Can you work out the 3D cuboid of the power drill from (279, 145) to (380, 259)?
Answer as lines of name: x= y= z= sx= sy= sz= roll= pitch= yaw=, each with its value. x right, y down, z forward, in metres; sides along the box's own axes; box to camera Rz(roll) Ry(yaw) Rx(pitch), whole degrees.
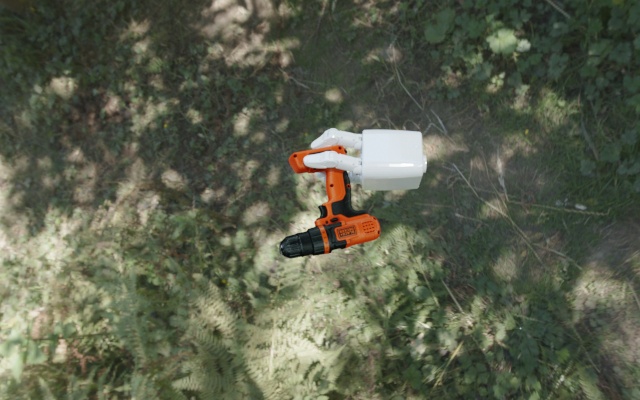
power drill: x=0.000 y=0.002 z=0.860 sx=0.184 sy=0.187 sz=0.057 roll=-12 pitch=-11 yaw=-14
